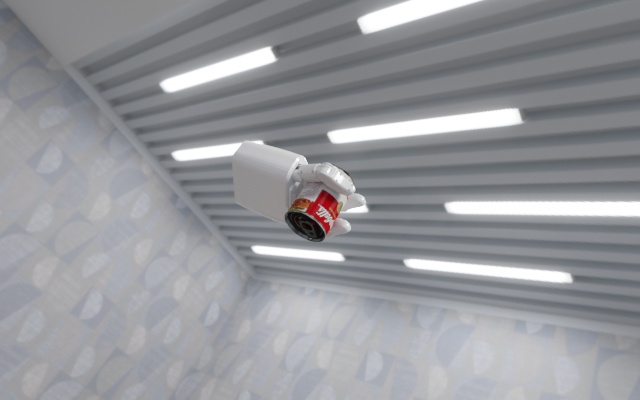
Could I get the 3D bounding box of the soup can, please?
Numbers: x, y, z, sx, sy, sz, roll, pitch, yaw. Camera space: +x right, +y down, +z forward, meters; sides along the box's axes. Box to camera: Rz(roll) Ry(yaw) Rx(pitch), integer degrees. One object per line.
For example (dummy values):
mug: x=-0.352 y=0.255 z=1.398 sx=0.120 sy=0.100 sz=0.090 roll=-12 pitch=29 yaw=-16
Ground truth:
soup can: x=0.001 y=0.002 z=0.718 sx=0.068 sy=0.102 sz=0.069 roll=23 pitch=-33 yaw=16
